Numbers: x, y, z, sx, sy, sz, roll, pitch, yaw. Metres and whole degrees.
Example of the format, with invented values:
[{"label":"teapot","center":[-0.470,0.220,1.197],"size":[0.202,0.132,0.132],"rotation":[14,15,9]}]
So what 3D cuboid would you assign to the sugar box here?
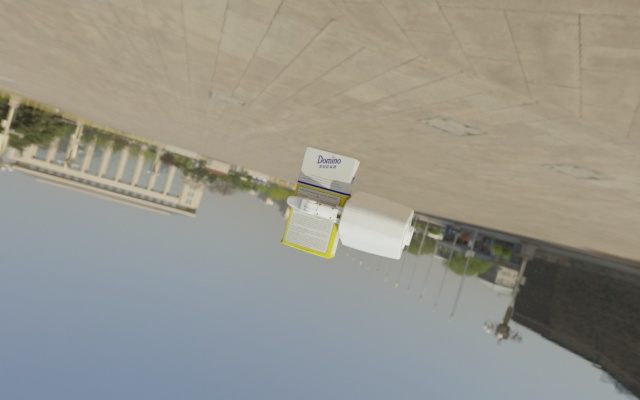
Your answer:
[{"label":"sugar box","center":[0.000,0.003,0.828],"size":[0.093,0.176,0.048],"rotation":[17,0,14]}]
